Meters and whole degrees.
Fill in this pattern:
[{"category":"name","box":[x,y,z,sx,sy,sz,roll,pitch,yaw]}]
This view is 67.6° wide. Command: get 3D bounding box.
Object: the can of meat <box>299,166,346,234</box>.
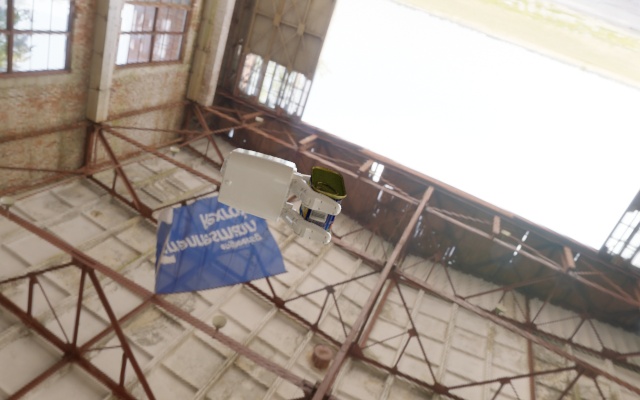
[{"category":"can of meat","box":[0.000,0.003,0.798,0.057,0.084,0.102,16,25,-10]}]
